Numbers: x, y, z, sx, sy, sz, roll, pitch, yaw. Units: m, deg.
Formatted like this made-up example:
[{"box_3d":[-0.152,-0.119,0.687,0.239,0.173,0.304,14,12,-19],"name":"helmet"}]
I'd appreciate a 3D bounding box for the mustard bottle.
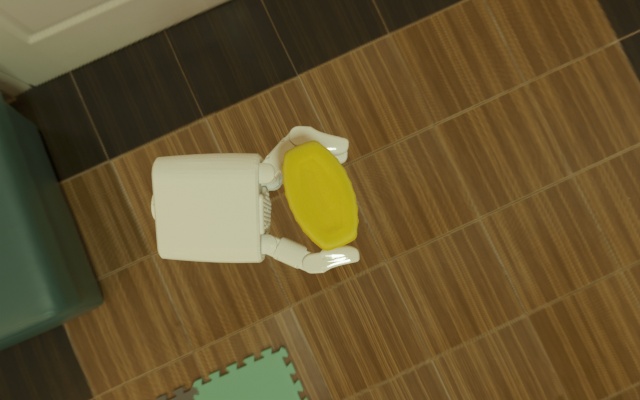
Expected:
[{"box_3d":[0.000,0.002,0.500,0.058,0.096,0.191,-24,-4,-2],"name":"mustard bottle"}]
